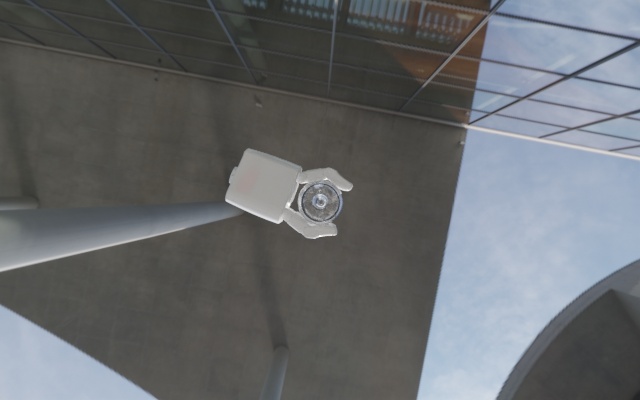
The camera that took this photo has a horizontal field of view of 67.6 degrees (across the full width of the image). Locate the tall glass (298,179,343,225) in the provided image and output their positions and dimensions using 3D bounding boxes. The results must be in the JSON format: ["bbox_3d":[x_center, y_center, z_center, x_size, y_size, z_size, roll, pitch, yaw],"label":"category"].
[{"bbox_3d":[0.000,0.003,0.856,0.079,0.079,0.201,0,1,0],"label":"tall glass"}]
